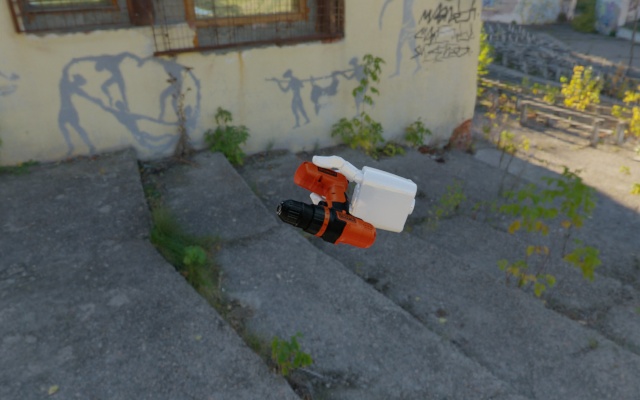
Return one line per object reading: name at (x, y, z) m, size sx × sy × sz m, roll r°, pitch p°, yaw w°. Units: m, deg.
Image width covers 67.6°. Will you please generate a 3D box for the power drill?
power drill at (0.000, 0.003, 0.869) m, size 0.184 × 0.057 × 0.187 m, roll 20°, pitch 29°, yaw -23°
